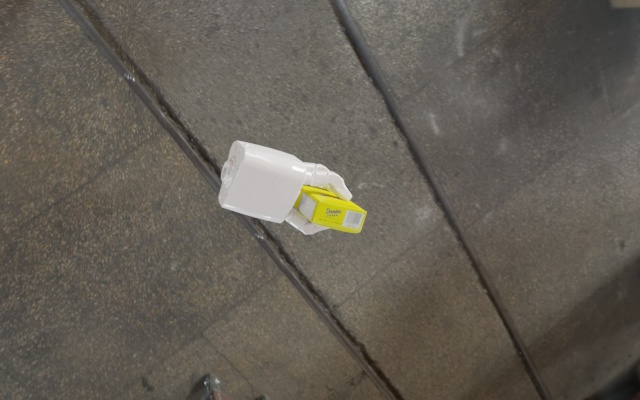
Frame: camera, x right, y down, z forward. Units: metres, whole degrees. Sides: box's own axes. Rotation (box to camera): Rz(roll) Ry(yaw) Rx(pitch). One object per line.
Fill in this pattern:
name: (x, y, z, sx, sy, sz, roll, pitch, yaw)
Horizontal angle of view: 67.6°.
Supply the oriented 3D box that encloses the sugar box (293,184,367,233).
sugar box: (0.000, 0.002, 0.841, 0.093, 0.048, 0.176, 14, 13, -26)
